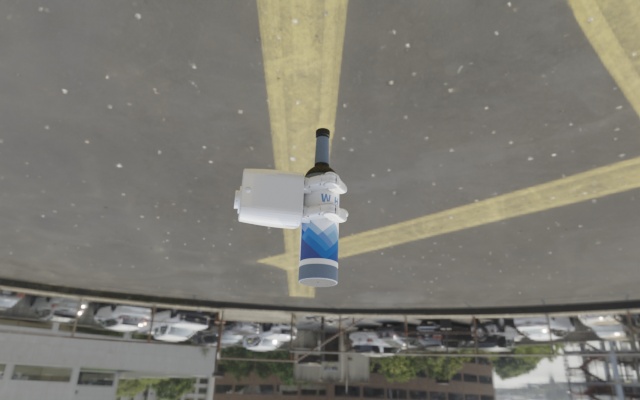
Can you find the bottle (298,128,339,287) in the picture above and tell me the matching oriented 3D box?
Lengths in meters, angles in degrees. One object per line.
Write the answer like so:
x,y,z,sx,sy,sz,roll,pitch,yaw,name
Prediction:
0.000,0.003,0.860,0.069,0.295,0.069,2,-23,1,bottle
